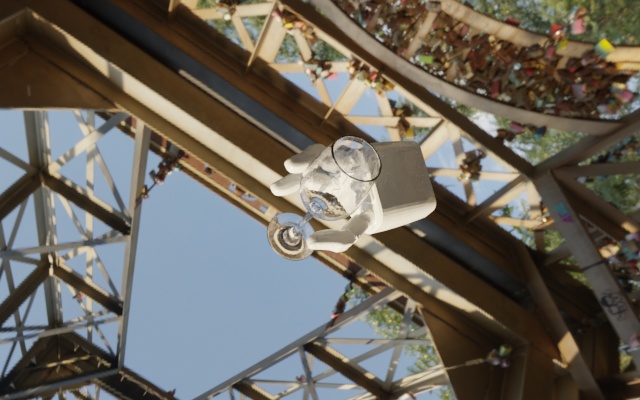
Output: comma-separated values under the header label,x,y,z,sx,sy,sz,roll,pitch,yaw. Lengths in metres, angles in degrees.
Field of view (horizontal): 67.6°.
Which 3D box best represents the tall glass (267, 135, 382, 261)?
label,x,y,z,sx,sy,sz,roll,pitch,yaw
tall glass,0.000,0.002,0.595,0.079,0.079,0.201,0,-29,-27
